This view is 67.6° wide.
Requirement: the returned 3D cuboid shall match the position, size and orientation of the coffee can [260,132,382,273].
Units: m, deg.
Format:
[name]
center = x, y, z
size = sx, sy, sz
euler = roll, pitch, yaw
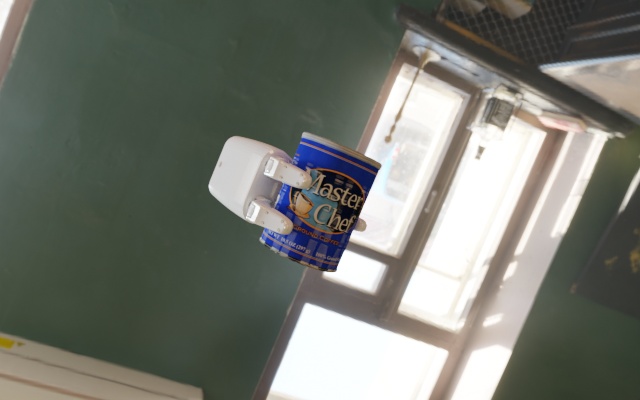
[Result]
[coffee can]
center = 0.000, 0.002, 0.577
size = 0.103, 0.140, 0.103
euler = 23, 3, -1
